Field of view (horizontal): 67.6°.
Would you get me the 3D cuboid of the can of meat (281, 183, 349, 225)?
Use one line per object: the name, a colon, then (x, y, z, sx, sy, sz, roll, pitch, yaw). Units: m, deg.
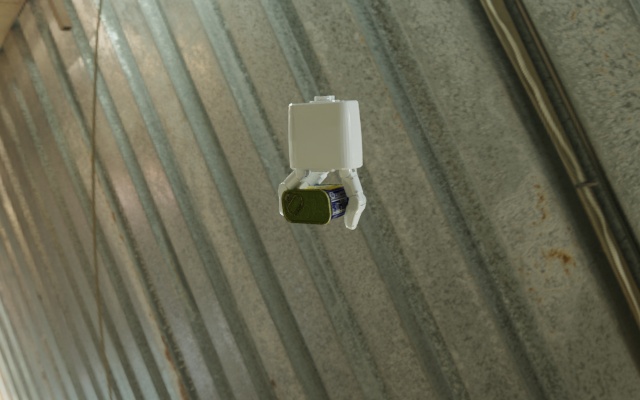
can of meat: (0.000, 0.003, 0.800, 0.102, 0.057, 0.084, 1, 11, 39)
